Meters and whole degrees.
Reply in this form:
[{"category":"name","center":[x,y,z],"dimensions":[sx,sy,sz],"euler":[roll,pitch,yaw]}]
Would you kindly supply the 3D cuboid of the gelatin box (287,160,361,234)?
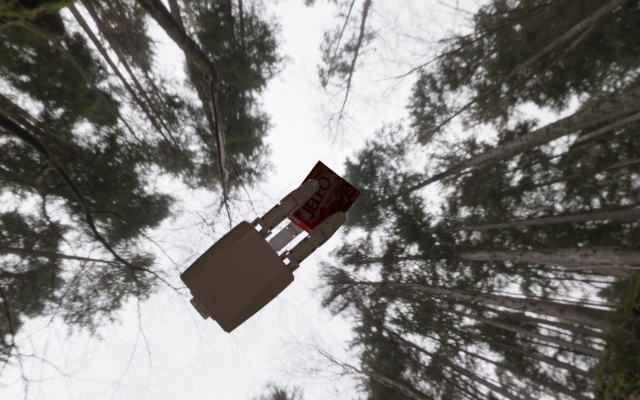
[{"category":"gelatin box","center":[0.000,0.002,0.640],"dimensions":[0.073,0.089,0.030],"euler":[38,-23,-4]}]
